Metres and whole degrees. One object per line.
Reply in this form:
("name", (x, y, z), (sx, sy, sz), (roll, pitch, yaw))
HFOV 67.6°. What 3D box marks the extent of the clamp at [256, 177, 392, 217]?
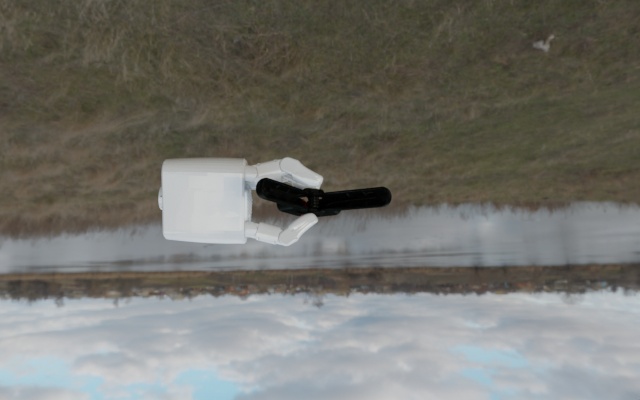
("clamp", (0.000, 0.003, 0.656), (0.164, 0.036, 0.210), (4, -8, -3))
